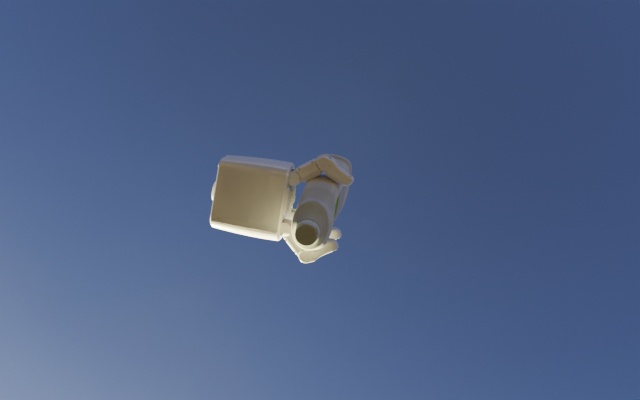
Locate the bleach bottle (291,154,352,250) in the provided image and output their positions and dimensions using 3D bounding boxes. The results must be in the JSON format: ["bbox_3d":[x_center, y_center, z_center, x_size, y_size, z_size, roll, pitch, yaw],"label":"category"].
[{"bbox_3d":[0.000,0.002,0.709,0.068,0.102,0.250,11,16,5],"label":"bleach bottle"}]
